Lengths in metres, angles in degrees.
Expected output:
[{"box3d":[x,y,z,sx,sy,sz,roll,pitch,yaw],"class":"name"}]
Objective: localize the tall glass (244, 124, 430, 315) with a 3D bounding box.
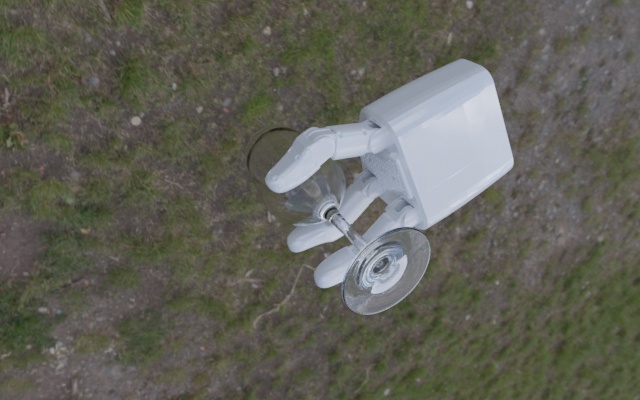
[{"box3d":[0.000,0.002,0.403,0.079,0.079,0.201,0,29,-33],"class":"tall glass"}]
